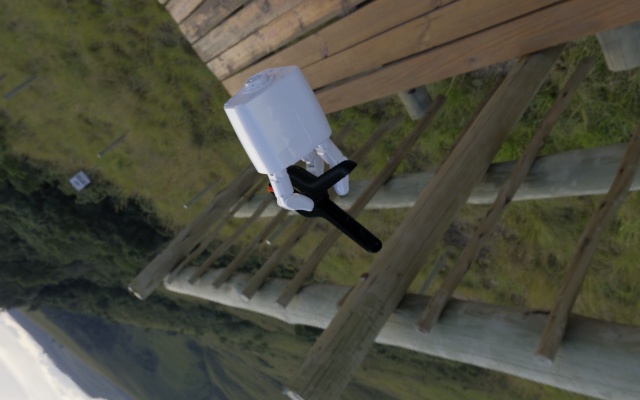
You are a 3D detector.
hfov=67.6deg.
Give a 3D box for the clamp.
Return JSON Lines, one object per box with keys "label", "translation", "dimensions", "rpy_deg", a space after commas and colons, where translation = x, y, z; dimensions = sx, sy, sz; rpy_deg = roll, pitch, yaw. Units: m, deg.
{"label": "clamp", "translation": [-0.001, 0.003, 0.734], "dimensions": [0.210, 0.165, 0.036], "rpy_deg": [10, 44, 46]}
